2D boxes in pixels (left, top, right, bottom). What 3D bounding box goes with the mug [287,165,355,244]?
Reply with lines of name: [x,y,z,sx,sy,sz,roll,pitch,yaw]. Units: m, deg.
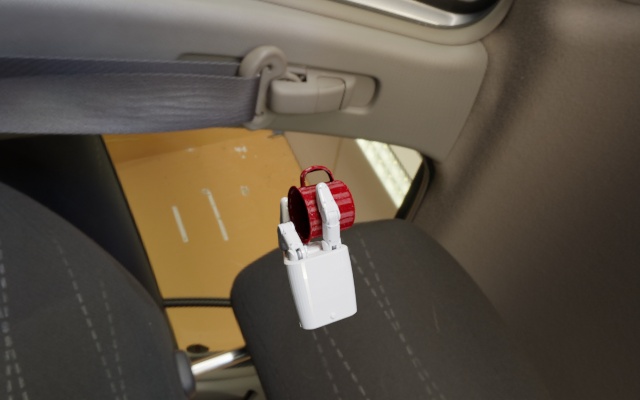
mug: [0.000,0.001,0.754,0.081,0.117,0.093,-13,10,-22]
